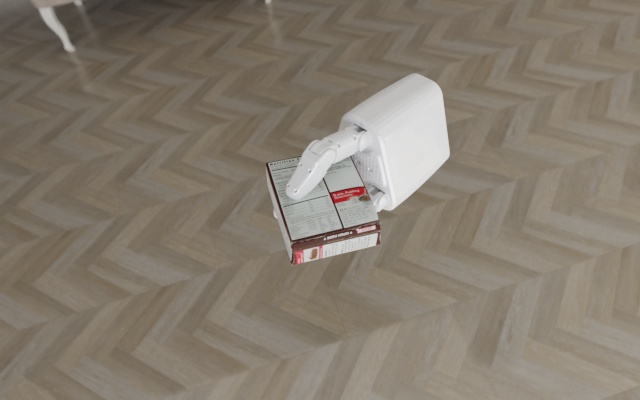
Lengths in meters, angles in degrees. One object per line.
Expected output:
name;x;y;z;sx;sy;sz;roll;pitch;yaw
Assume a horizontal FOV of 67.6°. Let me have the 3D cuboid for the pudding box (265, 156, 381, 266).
pudding box;0.000;0.001;0.474;0.090;0.113;0.039;-13;-42;-9
